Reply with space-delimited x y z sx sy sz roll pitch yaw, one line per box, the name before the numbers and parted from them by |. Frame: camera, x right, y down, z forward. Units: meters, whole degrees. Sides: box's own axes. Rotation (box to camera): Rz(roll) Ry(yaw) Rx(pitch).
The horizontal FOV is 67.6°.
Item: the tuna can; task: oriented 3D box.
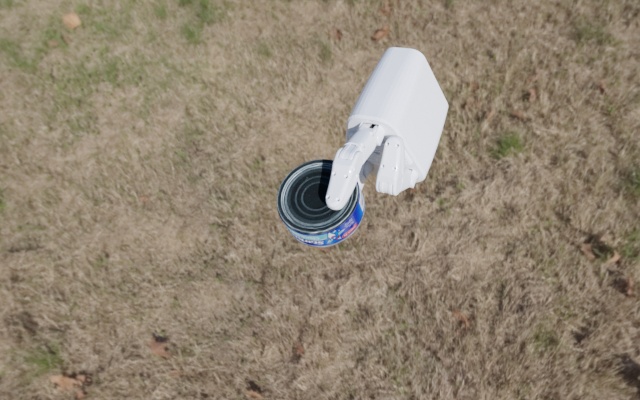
tuna can | 0.000 0.001 0.480 0.086 0.086 0.034 0 -27 16
